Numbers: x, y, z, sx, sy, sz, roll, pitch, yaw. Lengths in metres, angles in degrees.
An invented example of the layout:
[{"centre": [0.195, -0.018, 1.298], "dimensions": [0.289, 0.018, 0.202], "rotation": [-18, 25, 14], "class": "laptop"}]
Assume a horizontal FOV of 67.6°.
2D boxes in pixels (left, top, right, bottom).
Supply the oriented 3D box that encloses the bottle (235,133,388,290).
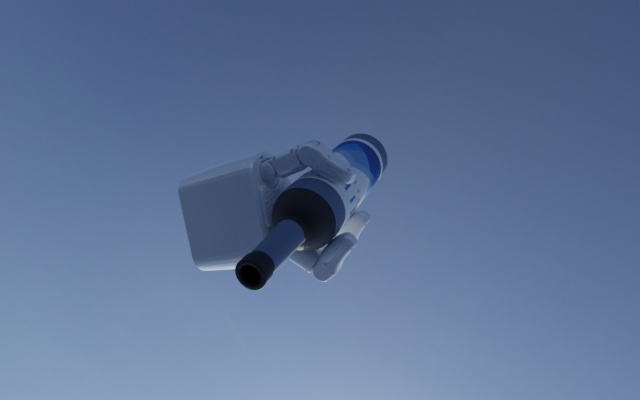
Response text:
[{"centre": [0.000, 0.001, 0.490], "dimensions": [0.069, 0.069, 0.295], "rotation": [0, 22, 23], "class": "bottle"}]
